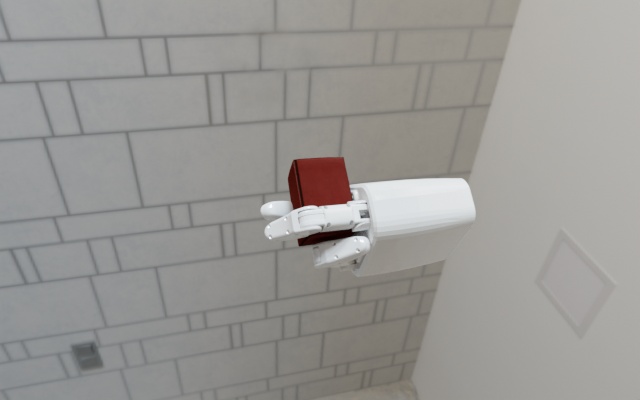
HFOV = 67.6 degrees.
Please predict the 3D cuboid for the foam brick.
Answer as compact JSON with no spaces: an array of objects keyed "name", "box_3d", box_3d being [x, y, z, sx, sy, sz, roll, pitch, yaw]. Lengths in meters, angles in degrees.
[{"name":"foam brick","box_3d":[0.000,0.001,0.478,0.051,0.078,0.053,-7,-15,-13]}]
